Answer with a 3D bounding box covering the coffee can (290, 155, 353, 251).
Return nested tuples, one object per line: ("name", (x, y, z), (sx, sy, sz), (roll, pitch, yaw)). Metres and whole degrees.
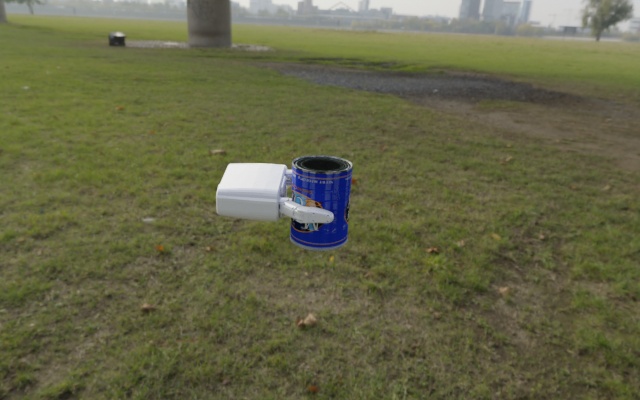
("coffee can", (0.000, 0.003, 0.824), (0.103, 0.140, 0.102), (2, 20, -1))
